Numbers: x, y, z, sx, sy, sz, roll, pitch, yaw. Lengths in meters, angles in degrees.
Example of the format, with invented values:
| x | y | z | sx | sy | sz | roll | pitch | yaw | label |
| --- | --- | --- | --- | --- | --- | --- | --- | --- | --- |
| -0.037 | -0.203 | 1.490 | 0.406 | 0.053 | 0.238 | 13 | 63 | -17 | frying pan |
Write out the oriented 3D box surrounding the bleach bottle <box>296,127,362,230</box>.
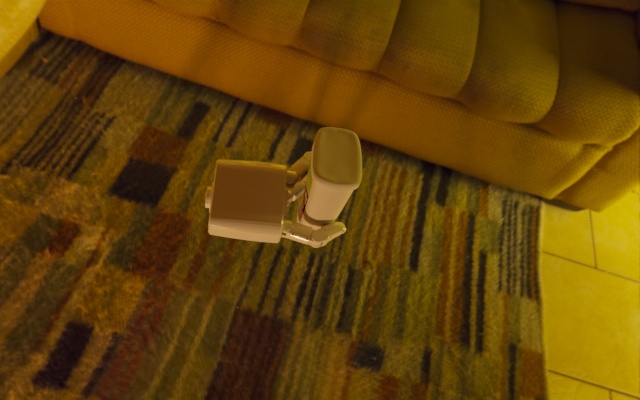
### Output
| x | y | z | sx | sy | sz | roll | pitch | yaw | label |
| --- | --- | --- | --- | --- | --- | --- | --- | --- | --- |
| 0.000 | 0.002 | 0.737 | 0.068 | 0.102 | 0.251 | 7 | -33 | -8 | bleach bottle |
